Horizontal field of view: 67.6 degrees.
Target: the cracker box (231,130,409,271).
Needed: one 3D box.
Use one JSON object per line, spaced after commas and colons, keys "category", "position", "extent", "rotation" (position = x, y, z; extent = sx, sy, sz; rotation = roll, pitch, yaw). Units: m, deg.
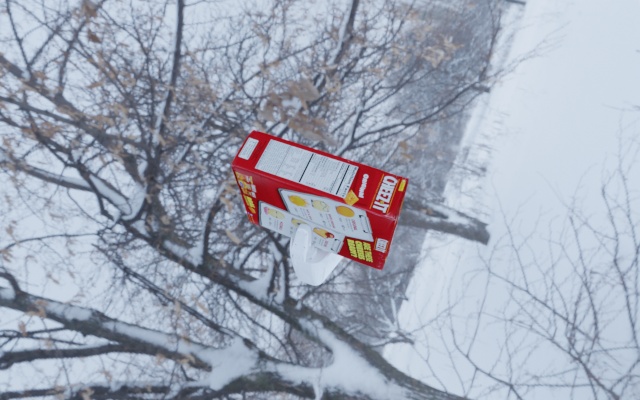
{"category": "cracker box", "position": [0.000, 0.002, 0.648], "extent": [0.213, 0.072, 0.164], "rotation": [18, -27, 11]}
